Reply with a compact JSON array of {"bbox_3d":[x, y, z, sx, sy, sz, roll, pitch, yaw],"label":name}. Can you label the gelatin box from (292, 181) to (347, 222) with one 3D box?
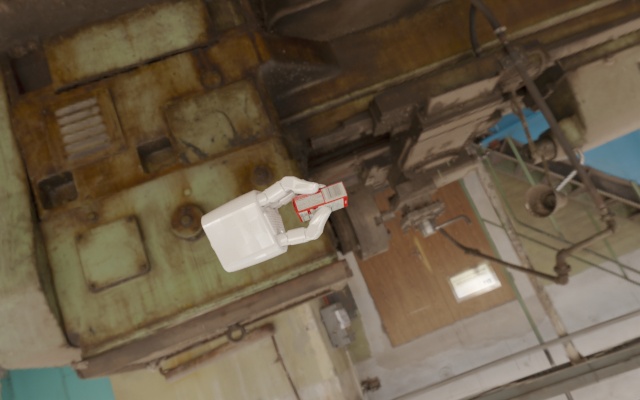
[{"bbox_3d":[0.001,0.003,0.803,0.089,0.030,0.073,-19,-14,-1],"label":"gelatin box"}]
